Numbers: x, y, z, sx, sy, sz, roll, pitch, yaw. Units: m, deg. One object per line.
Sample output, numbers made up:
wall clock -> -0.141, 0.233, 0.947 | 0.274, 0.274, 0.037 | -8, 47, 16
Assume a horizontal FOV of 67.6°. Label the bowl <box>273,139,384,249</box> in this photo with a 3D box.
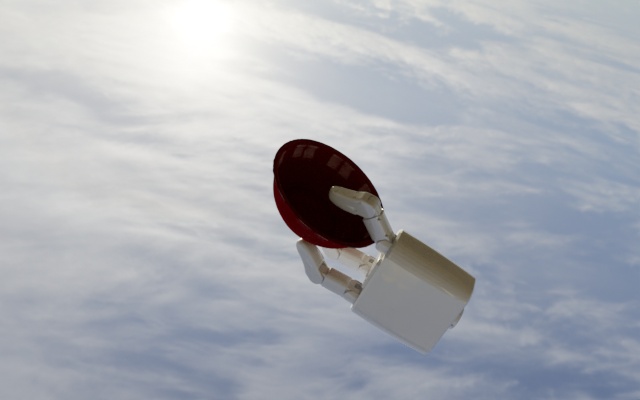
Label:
bowl -> -0.001, 0.001, 0.589 | 0.162, 0.162, 0.055 | 0, -35, -42
